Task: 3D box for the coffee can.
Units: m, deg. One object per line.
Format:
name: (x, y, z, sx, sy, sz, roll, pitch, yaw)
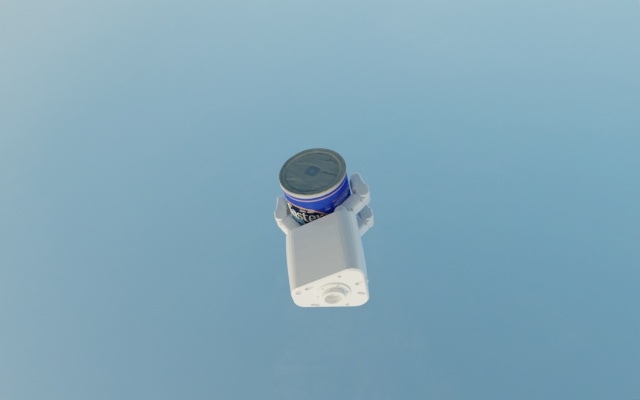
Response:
coffee can: (0.000, 0.002, 0.761, 0.103, 0.102, 0.140, 0, -42, 15)
